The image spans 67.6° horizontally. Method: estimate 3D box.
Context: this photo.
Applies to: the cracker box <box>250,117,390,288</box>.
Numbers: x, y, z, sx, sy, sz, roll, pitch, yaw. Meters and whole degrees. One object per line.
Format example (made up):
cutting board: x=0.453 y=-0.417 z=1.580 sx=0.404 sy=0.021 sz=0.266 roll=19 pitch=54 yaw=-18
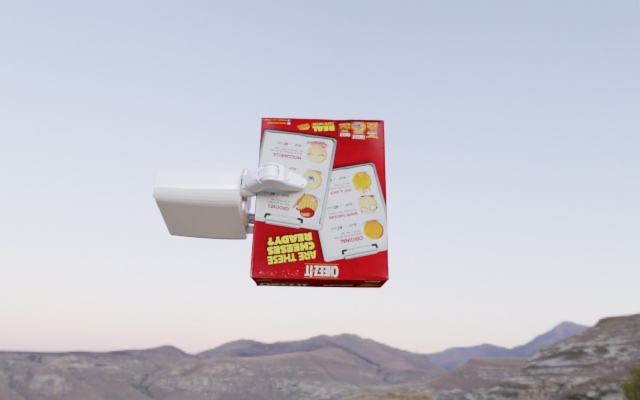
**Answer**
cracker box: x=0.000 y=0.002 z=0.615 sx=0.164 sy=0.213 sz=0.072 roll=1 pitch=-20 yaw=0
